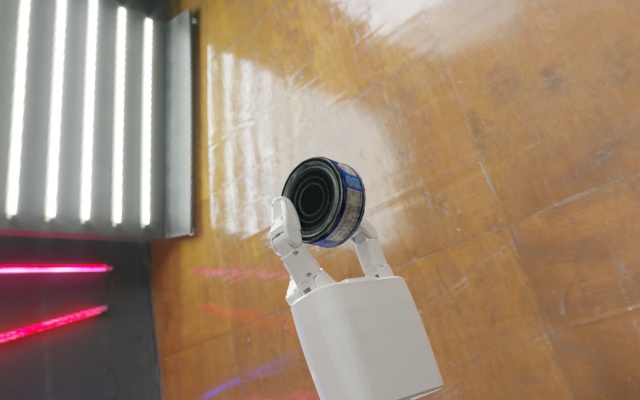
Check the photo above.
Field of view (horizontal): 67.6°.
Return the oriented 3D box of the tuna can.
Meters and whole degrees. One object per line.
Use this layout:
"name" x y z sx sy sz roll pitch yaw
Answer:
"tuna can" 0.000 0.001 0.461 0.086 0.086 0.034 0 -11 43
